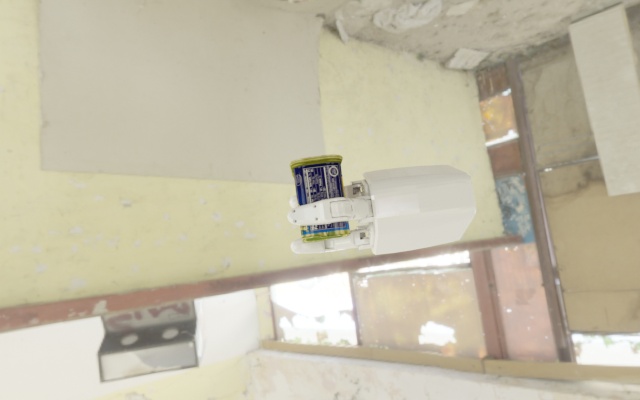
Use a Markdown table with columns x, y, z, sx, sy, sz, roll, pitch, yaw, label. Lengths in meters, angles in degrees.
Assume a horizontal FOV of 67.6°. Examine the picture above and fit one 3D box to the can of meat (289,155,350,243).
| x | y | z | sx | sy | sz | roll | pitch | yaw | label |
| --- | --- | --- | --- | --- | --- | --- | --- | --- | --- |
| 0.000 | 0.002 | 0.533 | 0.057 | 0.084 | 0.102 | -7 | -7 | -2 | can of meat |
